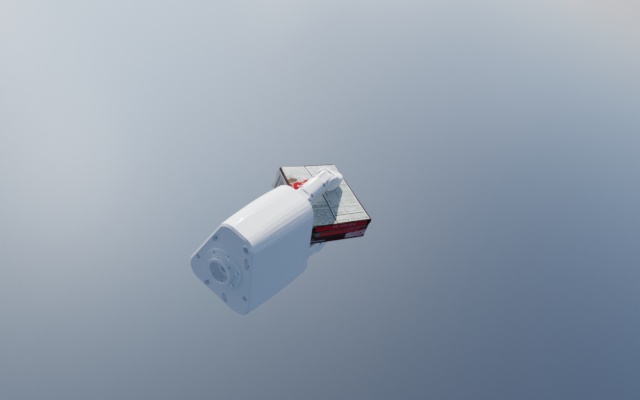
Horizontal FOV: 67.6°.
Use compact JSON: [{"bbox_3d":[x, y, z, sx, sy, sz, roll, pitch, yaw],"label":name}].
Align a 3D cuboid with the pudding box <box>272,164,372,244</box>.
[{"bbox_3d":[0.000,0.002,0.622,0.090,0.113,0.039,-5,-42,-32],"label":"pudding box"}]
